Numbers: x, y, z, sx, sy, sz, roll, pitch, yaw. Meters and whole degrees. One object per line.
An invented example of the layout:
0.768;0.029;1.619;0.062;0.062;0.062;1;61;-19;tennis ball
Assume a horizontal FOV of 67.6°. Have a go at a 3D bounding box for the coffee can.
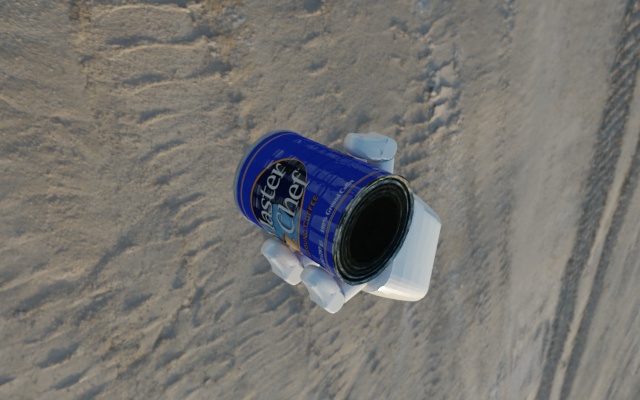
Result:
0.000;0.001;0.446;0.140;0.103;0.103;28;18;39;coffee can
